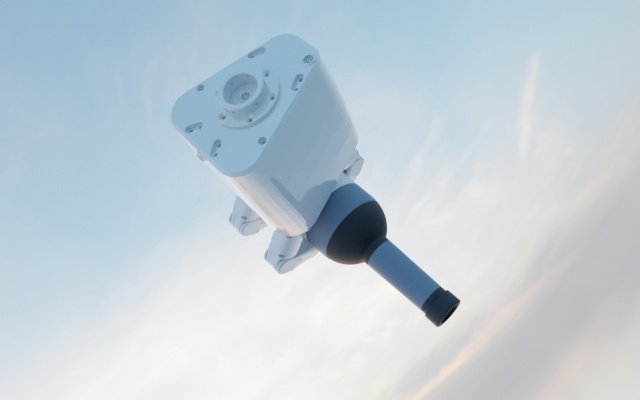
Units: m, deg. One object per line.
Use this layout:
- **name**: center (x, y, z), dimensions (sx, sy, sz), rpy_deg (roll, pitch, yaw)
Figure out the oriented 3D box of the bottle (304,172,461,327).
- **bottle**: center (0.000, 0.001, 0.432), dimensions (0.295, 0.069, 0.069), rpy_deg (41, 22, 28)
